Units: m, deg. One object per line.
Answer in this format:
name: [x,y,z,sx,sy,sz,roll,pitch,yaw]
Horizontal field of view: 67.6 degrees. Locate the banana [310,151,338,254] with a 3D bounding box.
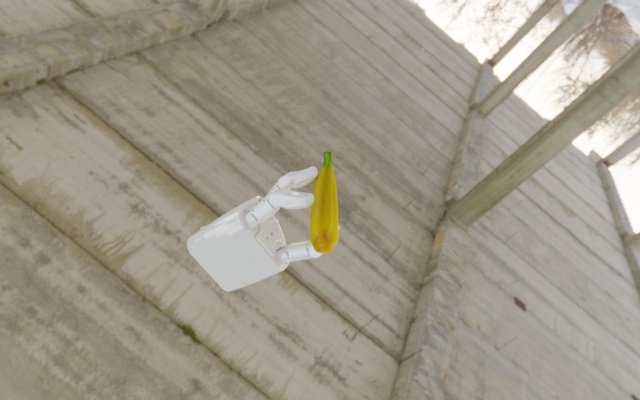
banana: [0.003,0.015,0.629,0.037,0.070,0.197,-7,37,6]
